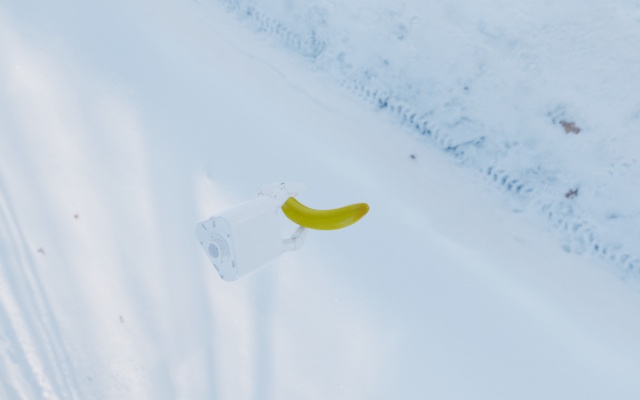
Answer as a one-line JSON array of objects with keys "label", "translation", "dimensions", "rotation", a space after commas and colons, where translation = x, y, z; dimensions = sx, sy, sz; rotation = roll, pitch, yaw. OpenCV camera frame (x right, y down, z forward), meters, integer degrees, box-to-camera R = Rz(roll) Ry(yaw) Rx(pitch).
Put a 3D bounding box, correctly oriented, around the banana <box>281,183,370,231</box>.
[{"label": "banana", "translation": [-0.004, 0.020, 0.854], "dimensions": [0.198, 0.070, 0.037], "rotation": [14, 16, 32]}]
